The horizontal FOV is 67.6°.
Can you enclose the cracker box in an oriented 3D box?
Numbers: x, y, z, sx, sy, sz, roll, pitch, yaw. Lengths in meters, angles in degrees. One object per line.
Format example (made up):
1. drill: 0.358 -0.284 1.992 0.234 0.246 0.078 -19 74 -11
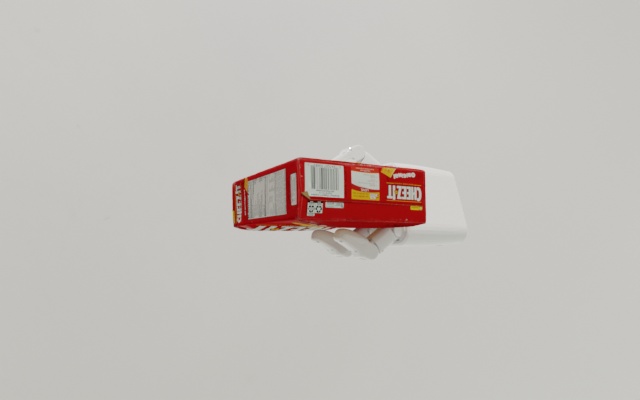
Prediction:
1. cracker box: 0.000 0.002 0.596 0.164 0.072 0.214 3 -6 -28
